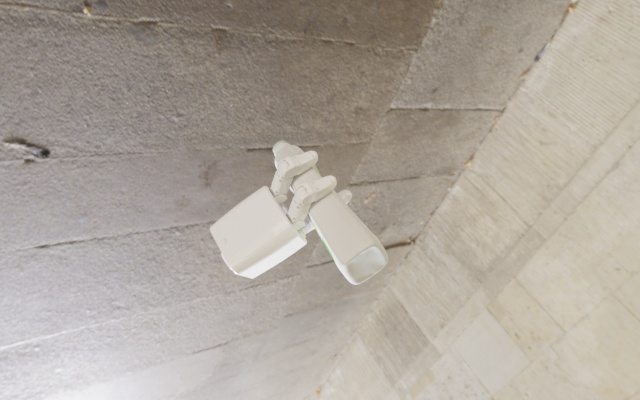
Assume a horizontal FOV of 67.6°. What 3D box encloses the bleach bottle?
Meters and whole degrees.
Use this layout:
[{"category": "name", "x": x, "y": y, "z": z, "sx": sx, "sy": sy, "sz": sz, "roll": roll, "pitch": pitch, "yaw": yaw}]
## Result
[{"category": "bleach bottle", "x": 0.000, "y": 0.002, "z": 0.718, "sx": 0.068, "sy": 0.250, "sz": 0.103, "roll": -36, "pitch": -32, "yaw": -1}]
